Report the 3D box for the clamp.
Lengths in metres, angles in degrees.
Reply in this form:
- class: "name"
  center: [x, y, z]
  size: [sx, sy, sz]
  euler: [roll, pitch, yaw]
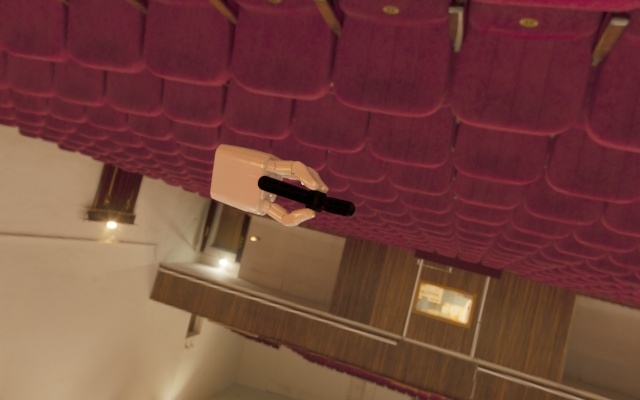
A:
- class: "clamp"
  center: [0.000, 0.004, 0.842]
  size: [0.164, 0.036, 0.210]
  euler: [18, -1, 18]
